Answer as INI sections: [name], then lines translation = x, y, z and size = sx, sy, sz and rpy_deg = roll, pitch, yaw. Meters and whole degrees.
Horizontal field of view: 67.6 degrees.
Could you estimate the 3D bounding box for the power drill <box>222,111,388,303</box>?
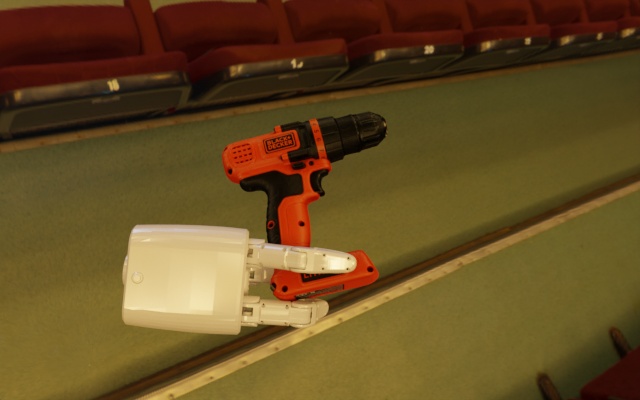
[power drill]
translation = 0.000, 0.002, 0.503
size = 0.184, 0.187, 0.057
rpy_deg = -15, -21, 0
